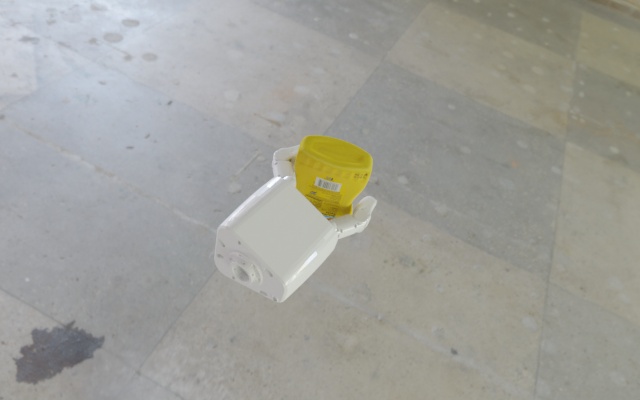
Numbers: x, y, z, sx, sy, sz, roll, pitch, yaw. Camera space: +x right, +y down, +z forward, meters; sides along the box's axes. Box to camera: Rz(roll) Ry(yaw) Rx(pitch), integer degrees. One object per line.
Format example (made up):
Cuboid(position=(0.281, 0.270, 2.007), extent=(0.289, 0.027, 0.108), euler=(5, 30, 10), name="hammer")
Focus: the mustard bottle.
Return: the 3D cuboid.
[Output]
Cuboid(position=(0.000, 0.002, 0.661), extent=(0.096, 0.058, 0.192), euler=(15, -44, -3), name="mustard bottle")
